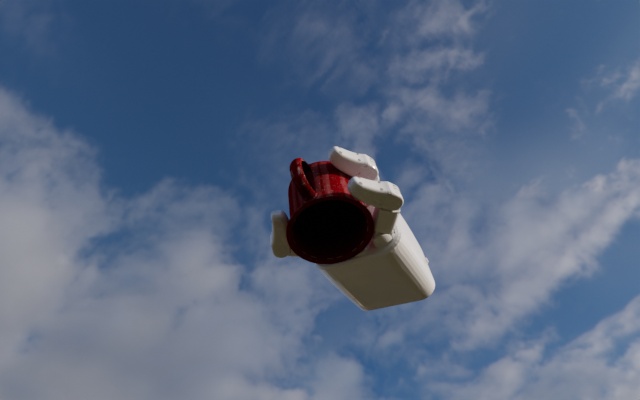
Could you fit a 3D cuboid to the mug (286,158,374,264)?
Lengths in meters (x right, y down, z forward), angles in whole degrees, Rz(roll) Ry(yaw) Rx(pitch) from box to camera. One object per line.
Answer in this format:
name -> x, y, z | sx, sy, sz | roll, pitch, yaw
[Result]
mug -> -0.001, 0.001, 0.522 | 0.093, 0.117, 0.081 | -29, 35, 14
